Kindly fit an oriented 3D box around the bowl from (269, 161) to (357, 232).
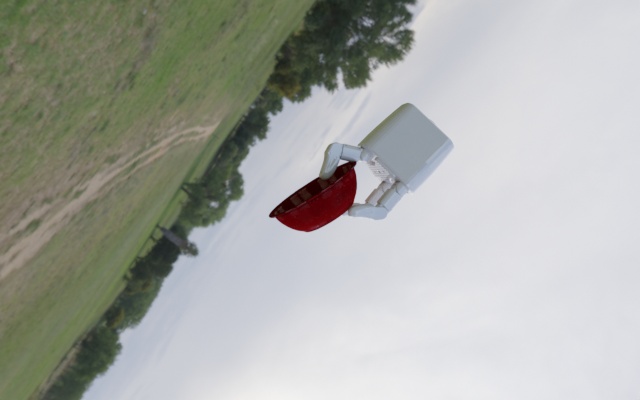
[{"bbox_3d":[-0.001,0.004,0.751,0.162,0.055,0.162,-31,10,6],"label":"bowl"}]
